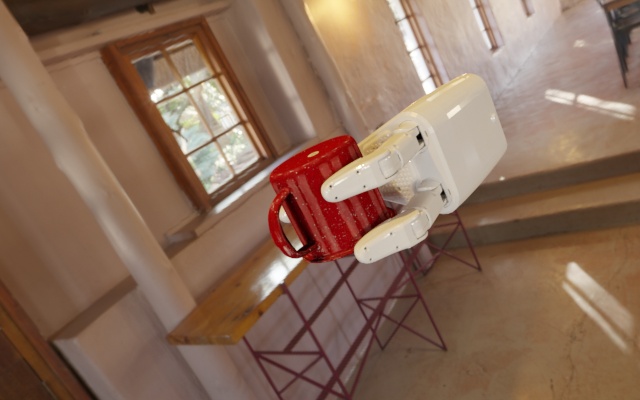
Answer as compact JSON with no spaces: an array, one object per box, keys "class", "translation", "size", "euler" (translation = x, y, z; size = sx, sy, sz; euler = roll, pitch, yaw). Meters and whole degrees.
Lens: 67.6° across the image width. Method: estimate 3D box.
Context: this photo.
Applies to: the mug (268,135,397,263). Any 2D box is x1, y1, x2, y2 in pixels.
[{"class":"mug","translation":[-0.001,0.002,0.409],"size":[0.117,0.081,0.093],"euler":[-37,18,-36]}]
